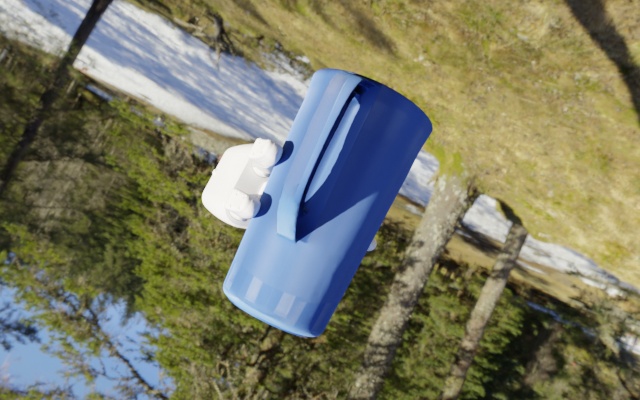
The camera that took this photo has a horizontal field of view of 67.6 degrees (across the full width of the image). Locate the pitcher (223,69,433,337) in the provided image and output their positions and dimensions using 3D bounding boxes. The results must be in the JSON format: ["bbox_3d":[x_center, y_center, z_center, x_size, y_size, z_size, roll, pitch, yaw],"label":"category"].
[{"bbox_3d":[0.000,0.002,0.467,0.149,0.243,0.145,29,-7,-29],"label":"pitcher"}]
